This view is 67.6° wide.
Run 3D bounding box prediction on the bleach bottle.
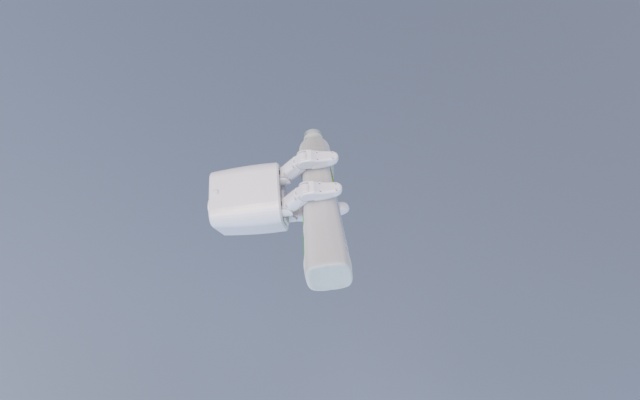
[{"bbox_3d":[0.000,0.002,0.732,0.068,0.250,0.103,-7,-30,1],"label":"bleach bottle"}]
